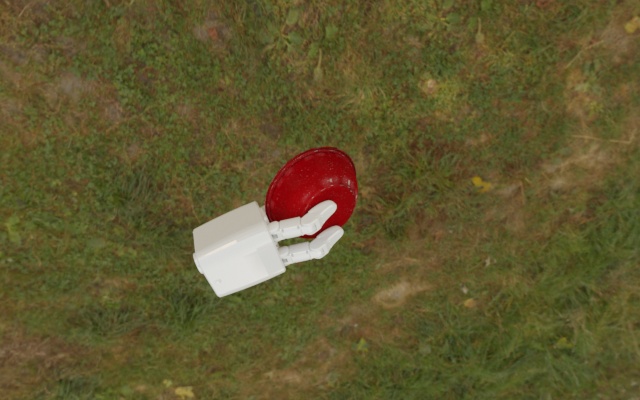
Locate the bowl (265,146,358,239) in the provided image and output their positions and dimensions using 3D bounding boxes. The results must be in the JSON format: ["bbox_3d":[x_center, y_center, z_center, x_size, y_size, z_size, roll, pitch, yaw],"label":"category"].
[{"bbox_3d":[0.001,0.002,0.720,0.162,0.162,0.055,0,31,-36],"label":"bowl"}]
